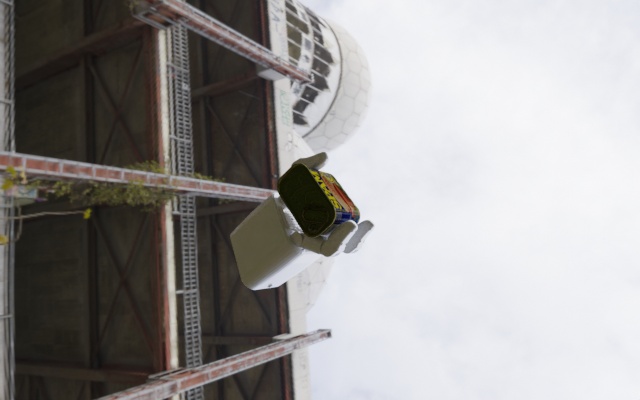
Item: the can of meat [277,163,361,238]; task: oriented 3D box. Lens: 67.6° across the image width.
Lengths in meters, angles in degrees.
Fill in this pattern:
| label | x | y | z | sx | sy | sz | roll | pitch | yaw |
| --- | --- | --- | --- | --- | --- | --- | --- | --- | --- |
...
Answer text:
| label | x | y | z | sx | sy | sz | roll | pitch | yaw |
| --- | --- | --- | --- | --- | --- | --- | --- | --- | --- |
| can of meat | 0.000 | 0.002 | 0.669 | 0.057 | 0.102 | 0.084 | -43 | -23 | 20 |
